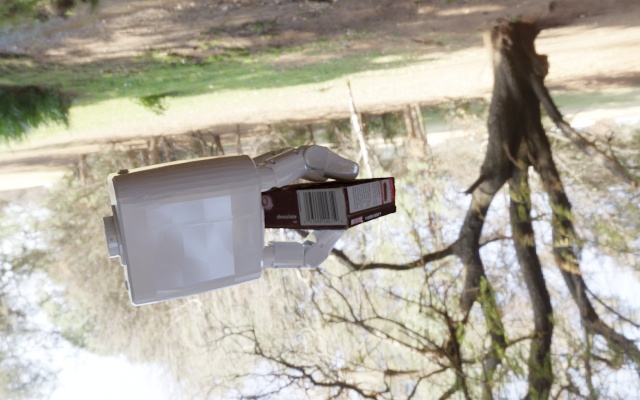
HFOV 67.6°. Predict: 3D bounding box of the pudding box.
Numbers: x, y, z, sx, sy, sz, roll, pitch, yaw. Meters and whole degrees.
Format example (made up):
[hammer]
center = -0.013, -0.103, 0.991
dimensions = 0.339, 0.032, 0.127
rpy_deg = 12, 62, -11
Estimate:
[pudding box]
center = 0.000, 0.002, 0.439
dimensions = 0.113, 0.039, 0.090
rpy_deg = 0, 9, 35
